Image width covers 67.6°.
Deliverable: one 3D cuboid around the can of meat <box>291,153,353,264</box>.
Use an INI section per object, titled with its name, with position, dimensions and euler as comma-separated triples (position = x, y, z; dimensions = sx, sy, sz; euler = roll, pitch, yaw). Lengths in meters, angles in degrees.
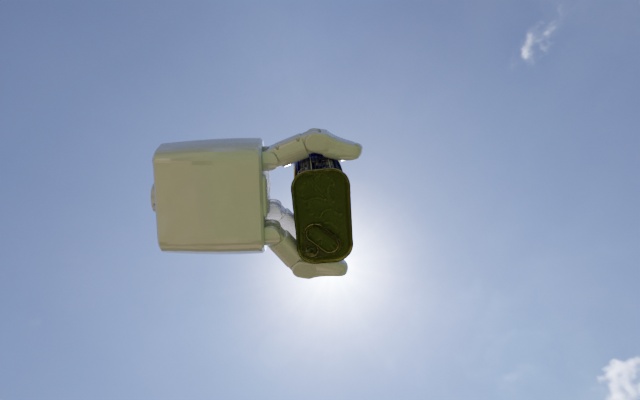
[can of meat]
position = 0.000, 0.001, 0.506
dimensions = 0.057, 0.102, 0.084
euler = -5, 23, -1
